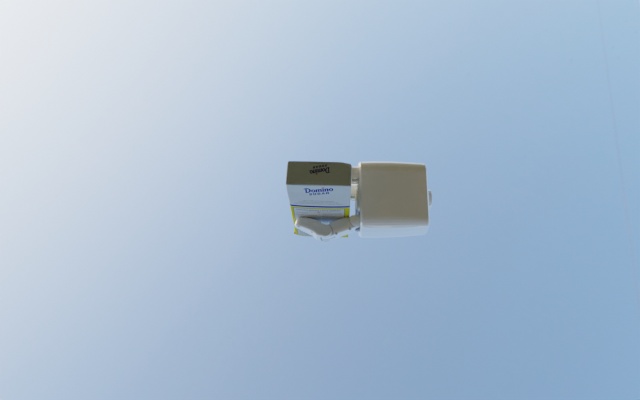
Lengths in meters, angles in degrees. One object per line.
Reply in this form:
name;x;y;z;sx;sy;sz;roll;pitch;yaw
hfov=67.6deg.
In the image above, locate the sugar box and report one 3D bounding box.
sugar box;0.000;0.002;0.738;0.093;0.048;0.176;2;-30;2
